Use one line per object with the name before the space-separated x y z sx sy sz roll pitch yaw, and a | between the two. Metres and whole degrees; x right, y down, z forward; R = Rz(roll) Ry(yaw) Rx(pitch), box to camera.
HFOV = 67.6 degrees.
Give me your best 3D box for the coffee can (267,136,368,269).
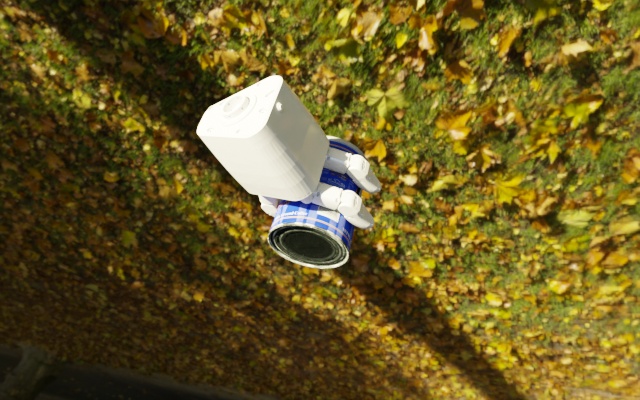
coffee can | 0.000 0.002 0.619 0.103 0.140 0.103 10 -34 7
